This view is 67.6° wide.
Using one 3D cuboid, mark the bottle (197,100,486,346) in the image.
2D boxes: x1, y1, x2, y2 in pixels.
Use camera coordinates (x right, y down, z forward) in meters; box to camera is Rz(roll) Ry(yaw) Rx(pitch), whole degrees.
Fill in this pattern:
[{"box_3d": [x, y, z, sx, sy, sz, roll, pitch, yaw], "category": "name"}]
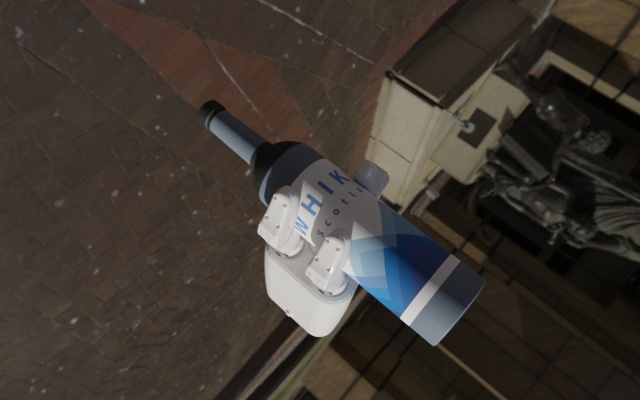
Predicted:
[{"box_3d": [0.000, 0.001, 0.419, 0.295, 0.069, 0.069, 39, 13, 17], "category": "bottle"}]
